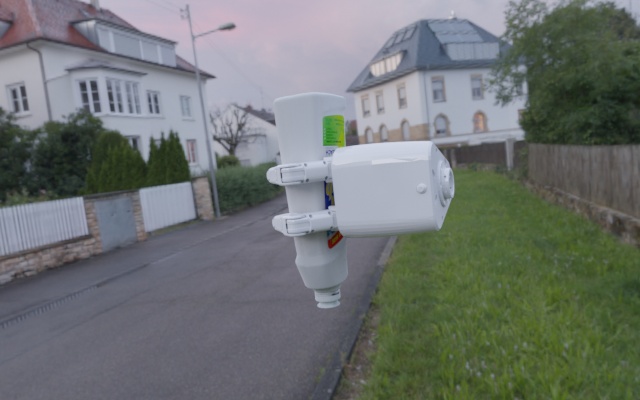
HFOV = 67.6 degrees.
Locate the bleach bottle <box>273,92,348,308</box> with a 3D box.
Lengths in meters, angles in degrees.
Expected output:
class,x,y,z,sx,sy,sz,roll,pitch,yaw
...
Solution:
class,x,y,z,sx,sy,sz,roll,pitch,yaw
bleach bottle,0.000,0.002,0.578,0.068,0.251,0.102,-4,6,26
